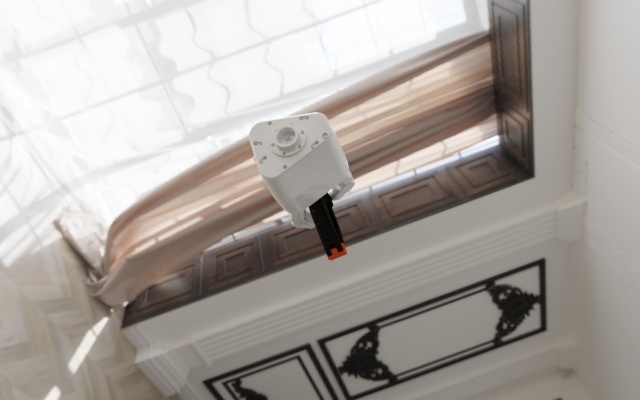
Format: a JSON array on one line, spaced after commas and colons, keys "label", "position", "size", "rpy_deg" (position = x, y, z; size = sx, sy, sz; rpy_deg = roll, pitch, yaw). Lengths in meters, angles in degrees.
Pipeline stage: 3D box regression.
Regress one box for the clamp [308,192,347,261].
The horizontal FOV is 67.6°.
[{"label": "clamp", "position": [0.001, 0.003, 0.756], "size": [0.036, 0.210, 0.165], "rpy_deg": [-23, -27, 7]}]
